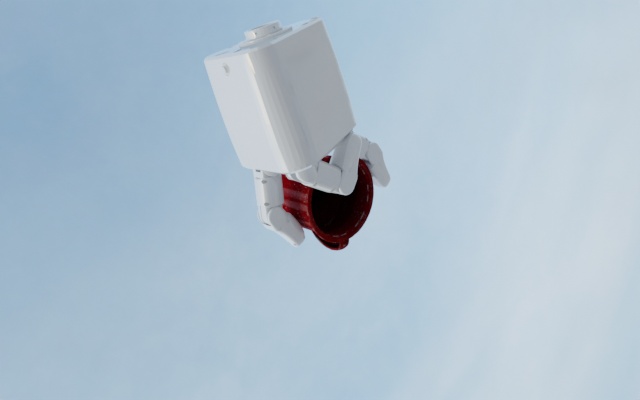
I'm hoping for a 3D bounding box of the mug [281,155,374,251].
[{"bbox_3d":[0.000,0.003,0.522,0.093,0.117,0.081,-35,30,-31],"label":"mug"}]
